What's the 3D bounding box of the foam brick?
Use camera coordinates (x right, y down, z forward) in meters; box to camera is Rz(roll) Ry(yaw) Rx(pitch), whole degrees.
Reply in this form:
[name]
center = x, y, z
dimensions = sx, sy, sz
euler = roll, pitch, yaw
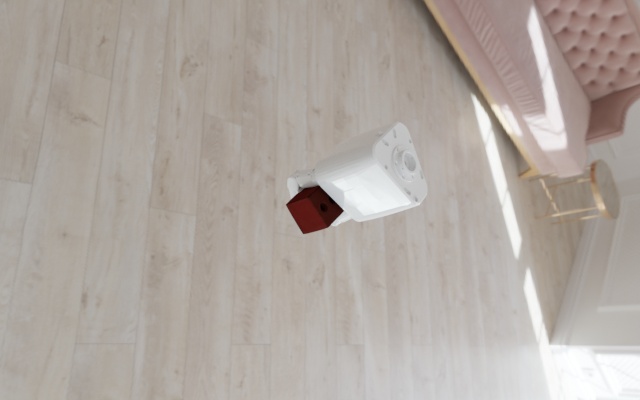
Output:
[foam brick]
center = 0.000, 0.002, 0.680
dimensions = 0.051, 0.053, 0.078
euler = -16, 21, 45
